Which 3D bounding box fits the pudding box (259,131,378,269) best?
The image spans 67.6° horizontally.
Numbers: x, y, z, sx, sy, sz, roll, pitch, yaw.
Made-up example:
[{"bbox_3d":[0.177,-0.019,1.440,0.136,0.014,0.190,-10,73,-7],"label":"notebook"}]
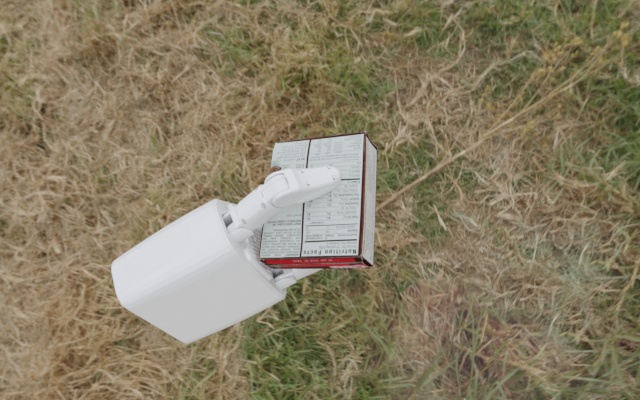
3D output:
[{"bbox_3d":[0.000,0.001,0.406,0.090,0.113,0.039,-3,-20,20],"label":"pudding box"}]
